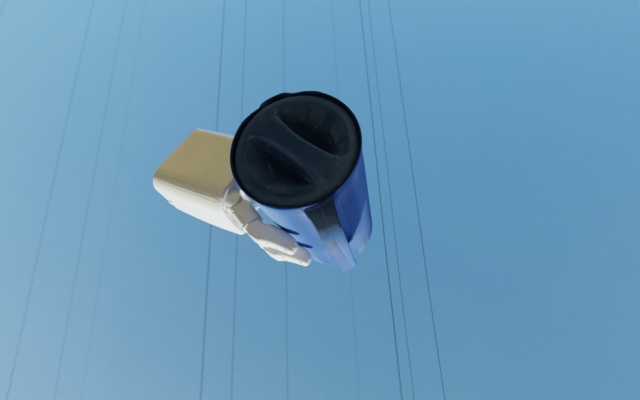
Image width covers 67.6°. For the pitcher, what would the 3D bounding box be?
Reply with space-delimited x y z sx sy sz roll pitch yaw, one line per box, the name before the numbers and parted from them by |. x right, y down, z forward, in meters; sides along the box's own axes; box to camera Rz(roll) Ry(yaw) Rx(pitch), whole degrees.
pitcher | 0.000 0.002 0.563 0.145 0.149 0.243 17 -19 19
